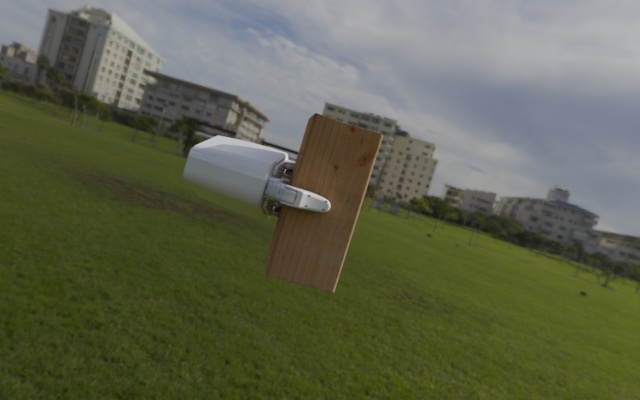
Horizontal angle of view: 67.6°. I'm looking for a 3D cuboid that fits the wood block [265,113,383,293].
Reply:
[{"bbox_3d":[0.000,0.002,0.624,0.090,0.206,0.091,17,3,-8],"label":"wood block"}]
